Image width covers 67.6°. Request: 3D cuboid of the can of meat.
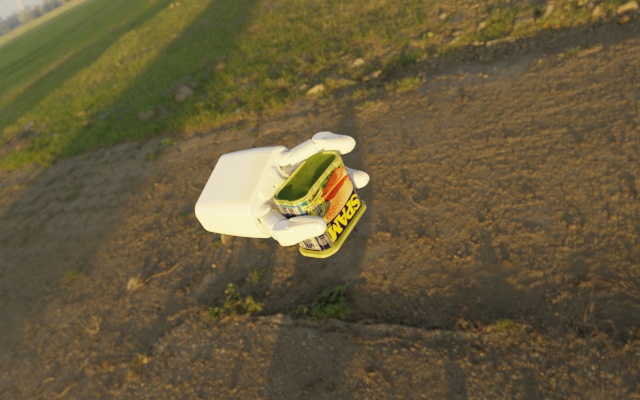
[{"bbox_3d":[0.000,0.002,0.569,0.057,0.084,0.102,3,42,40],"label":"can of meat"}]
